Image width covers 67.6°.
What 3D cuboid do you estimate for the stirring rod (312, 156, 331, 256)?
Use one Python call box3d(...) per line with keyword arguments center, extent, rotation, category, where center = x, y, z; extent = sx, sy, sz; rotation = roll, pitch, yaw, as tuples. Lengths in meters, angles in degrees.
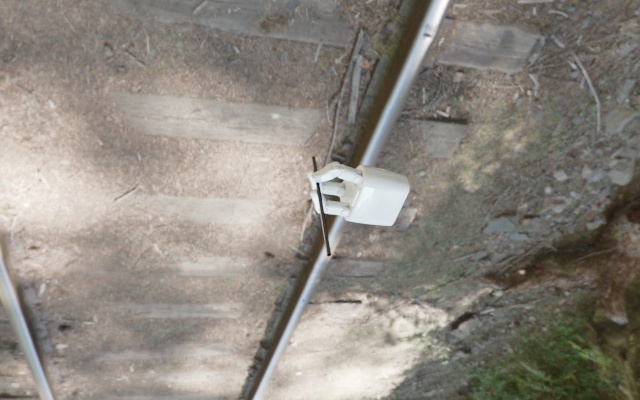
box3d(center=(0.000, 0.003, 0.896), extent=(0.011, 0.239, 0.011), rotation=(-5, -40, -5), category="stirring rod")
